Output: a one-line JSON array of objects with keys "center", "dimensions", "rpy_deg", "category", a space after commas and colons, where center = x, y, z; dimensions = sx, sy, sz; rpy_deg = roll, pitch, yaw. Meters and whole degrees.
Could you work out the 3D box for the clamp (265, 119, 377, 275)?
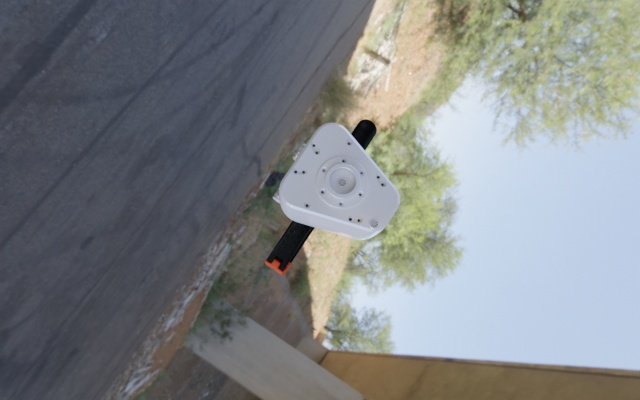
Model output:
[{"center": [0.000, 0.003, 0.625], "dimensions": [0.036, 0.210, 0.164], "rpy_deg": [34, -6, 4], "category": "clamp"}]
